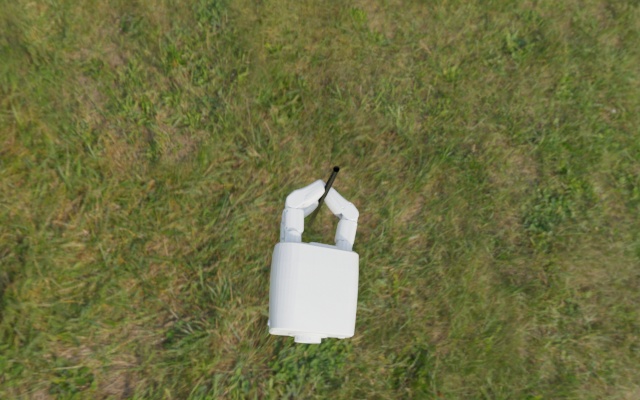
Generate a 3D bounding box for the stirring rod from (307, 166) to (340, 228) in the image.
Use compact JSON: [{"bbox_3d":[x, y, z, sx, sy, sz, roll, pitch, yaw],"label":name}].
[{"bbox_3d":[0.000,0.002,0.673,0.011,0.011,0.240,0,-19,-9],"label":"stirring rod"}]
